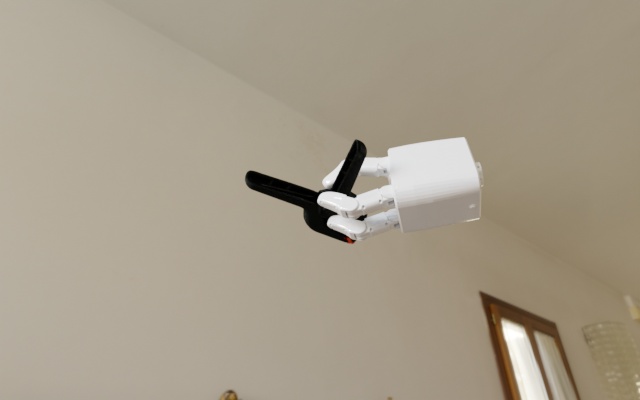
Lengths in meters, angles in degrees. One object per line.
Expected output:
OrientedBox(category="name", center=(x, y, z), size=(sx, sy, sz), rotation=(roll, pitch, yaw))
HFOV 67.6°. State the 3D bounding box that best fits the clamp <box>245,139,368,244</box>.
OrientedBox(category="clamp", center=(0.000, 0.002, 0.675), size=(0.164, 0.036, 0.210), rotation=(-9, -36, 11))
